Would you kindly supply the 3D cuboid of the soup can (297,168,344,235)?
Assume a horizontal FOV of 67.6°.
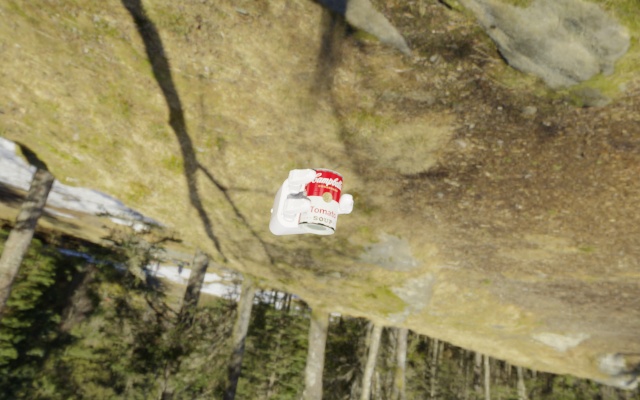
[{"bbox_3d":[0.000,0.003,0.847,0.068,0.102,0.068,9,-18,3],"label":"soup can"}]
